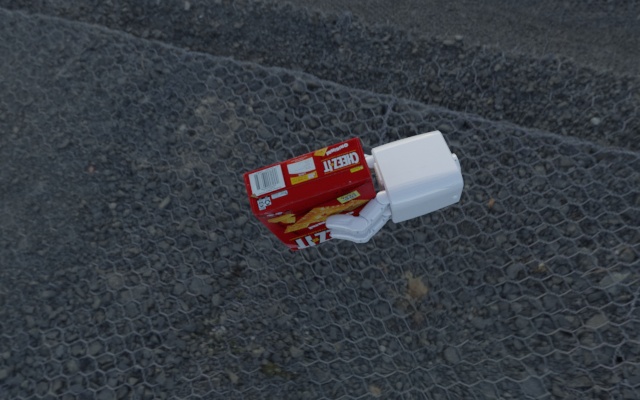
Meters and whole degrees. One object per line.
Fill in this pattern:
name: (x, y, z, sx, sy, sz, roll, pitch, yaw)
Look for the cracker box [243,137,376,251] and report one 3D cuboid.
cracker box: (0.000, 0.002, 0.715, 0.164, 0.072, 0.214, -18, -21, 5)
